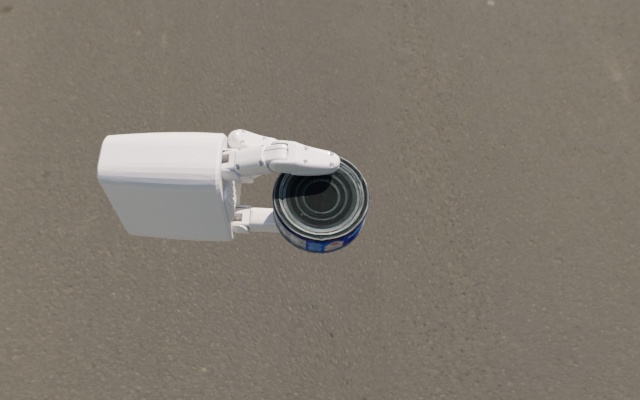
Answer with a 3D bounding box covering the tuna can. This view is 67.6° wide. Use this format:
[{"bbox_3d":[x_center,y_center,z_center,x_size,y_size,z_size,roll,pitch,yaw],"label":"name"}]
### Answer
[{"bbox_3d":[0.000,0.001,0.424,0.086,0.086,0.034,0,-23,-3],"label":"tuna can"}]
